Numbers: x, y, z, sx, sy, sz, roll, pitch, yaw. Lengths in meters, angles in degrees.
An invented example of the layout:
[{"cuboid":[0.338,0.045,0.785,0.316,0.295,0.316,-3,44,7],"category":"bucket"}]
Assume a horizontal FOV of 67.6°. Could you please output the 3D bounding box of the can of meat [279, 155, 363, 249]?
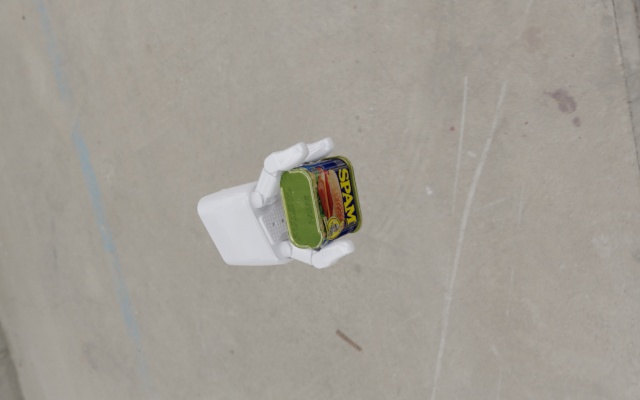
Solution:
[{"cuboid":[0.000,0.002,0.582,0.057,0.102,0.084,-5,9,39],"category":"can of meat"}]
